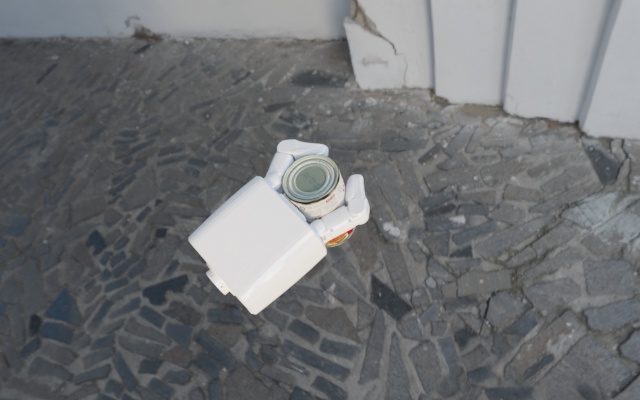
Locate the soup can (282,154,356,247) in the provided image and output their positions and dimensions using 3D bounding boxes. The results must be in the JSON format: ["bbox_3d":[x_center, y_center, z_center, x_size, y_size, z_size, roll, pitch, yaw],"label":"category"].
[{"bbox_3d":[0.000,0.001,0.564,0.068,0.068,0.102,0,-33,16],"label":"soup can"}]
